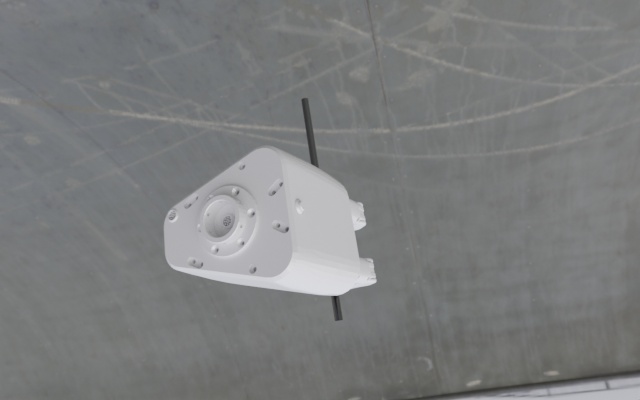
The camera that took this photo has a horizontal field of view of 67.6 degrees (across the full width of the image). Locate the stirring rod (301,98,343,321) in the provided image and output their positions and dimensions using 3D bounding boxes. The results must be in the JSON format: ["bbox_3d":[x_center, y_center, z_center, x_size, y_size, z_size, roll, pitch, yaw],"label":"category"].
[{"bbox_3d":[0.000,0.002,0.494,0.011,0.239,0.011,-8,-17,-3],"label":"stirring rod"}]
